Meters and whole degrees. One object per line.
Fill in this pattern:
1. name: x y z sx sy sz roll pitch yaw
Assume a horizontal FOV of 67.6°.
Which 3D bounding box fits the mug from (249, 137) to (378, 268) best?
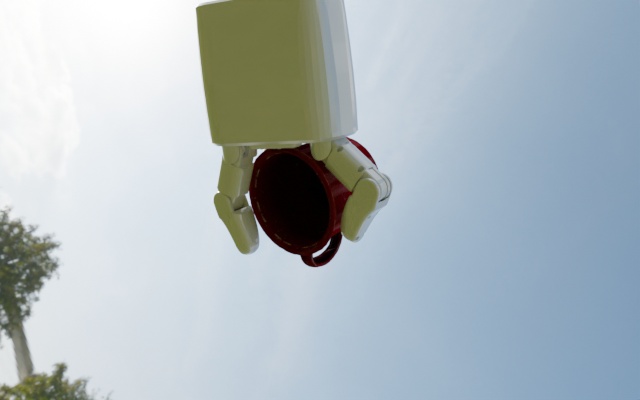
1. mug: 0.000 0.003 0.419 0.093 0.117 0.081 7 21 38
